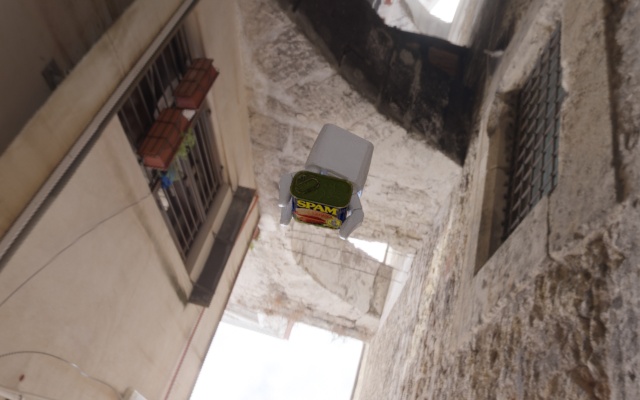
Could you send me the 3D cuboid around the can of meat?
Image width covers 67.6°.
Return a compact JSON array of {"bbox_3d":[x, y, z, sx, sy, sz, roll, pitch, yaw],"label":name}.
[{"bbox_3d":[0.000,0.003,0.816,0.102,0.057,0.084,13,-32,5],"label":"can of meat"}]
